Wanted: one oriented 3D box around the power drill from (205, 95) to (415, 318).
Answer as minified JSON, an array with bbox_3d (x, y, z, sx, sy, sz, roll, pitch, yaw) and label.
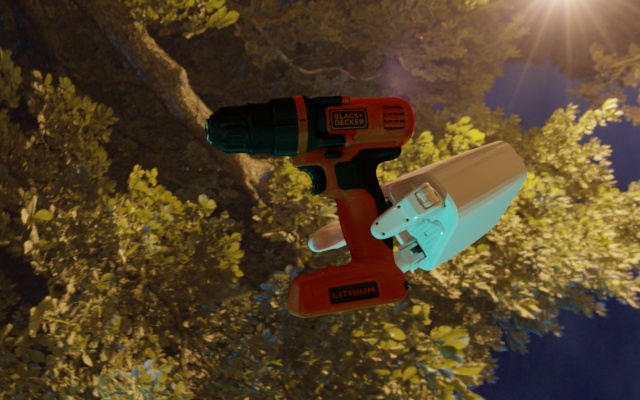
[{"bbox_3d":[0.000,0.002,0.416,0.184,0.187,0.057,-5,0,-12],"label":"power drill"}]
